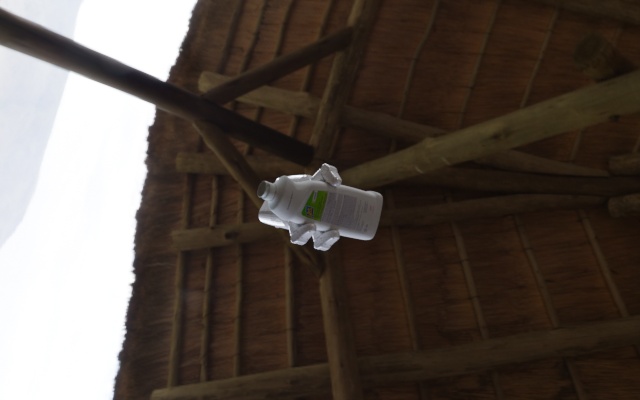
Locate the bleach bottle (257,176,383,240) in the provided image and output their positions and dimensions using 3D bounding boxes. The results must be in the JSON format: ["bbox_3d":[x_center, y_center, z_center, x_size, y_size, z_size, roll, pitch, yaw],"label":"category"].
[{"bbox_3d":[0.000,0.003,0.890,0.251,0.102,0.068,17,-8,-34],"label":"bleach bottle"}]
